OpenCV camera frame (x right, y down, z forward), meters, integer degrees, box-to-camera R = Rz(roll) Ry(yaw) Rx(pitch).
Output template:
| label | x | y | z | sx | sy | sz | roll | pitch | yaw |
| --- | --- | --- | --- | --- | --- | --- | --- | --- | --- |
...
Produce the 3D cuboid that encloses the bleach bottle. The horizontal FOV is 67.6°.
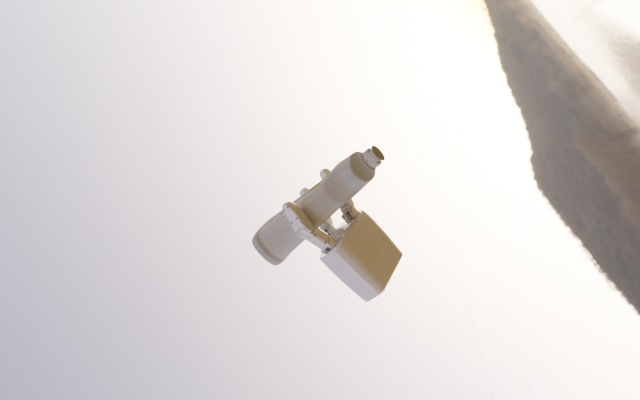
| label | x | y | z | sx | sy | sz | roll | pitch | yaw |
| --- | --- | --- | --- | --- | --- | --- | --- | --- | --- |
| bleach bottle | 0.000 | 0.002 | 0.764 | 0.251 | 0.068 | 0.102 | -40 | 7 | 30 |
